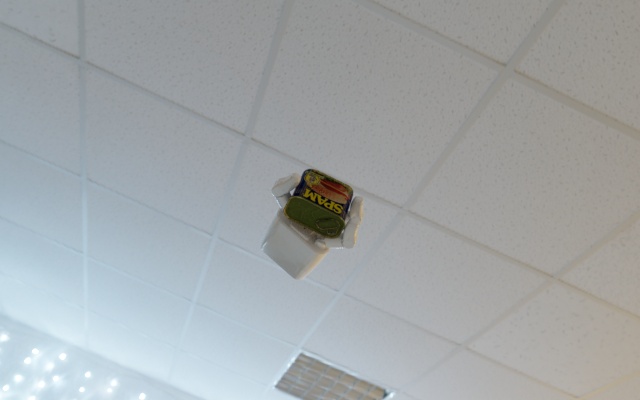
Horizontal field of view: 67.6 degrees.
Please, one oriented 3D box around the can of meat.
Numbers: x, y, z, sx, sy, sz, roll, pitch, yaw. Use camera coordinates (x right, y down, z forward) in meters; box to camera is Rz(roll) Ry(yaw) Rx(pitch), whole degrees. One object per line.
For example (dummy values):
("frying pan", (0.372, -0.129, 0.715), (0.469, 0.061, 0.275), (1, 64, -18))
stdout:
("can of meat", (0.000, 0.002, 0.802), (0.102, 0.084, 0.057), (27, -46, -5))
